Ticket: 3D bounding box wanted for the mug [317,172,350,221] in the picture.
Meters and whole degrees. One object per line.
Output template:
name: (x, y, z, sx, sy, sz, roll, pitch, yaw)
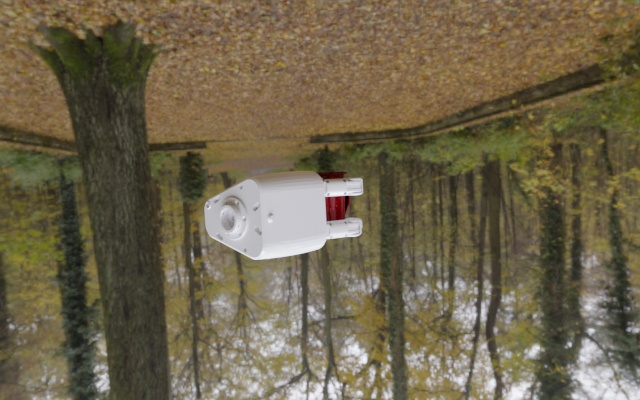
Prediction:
mug: (0.001, 0.002, 0.671, 0.093, 0.081, 0.117, 0, 3, 41)
